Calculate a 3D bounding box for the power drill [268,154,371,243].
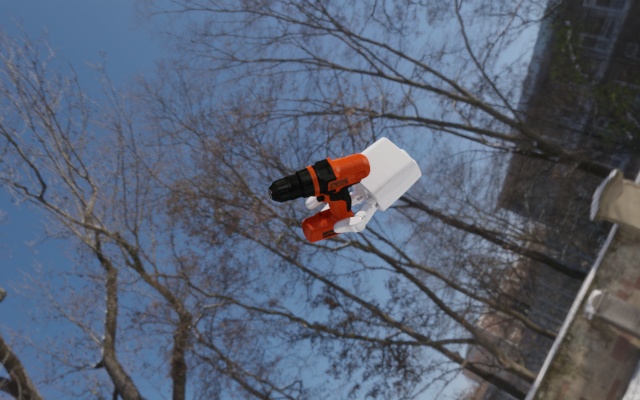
[{"bbox_3d":[0.000,0.003,0.881,0.184,0.057,0.188,-17,-33,-11],"label":"power drill"}]
